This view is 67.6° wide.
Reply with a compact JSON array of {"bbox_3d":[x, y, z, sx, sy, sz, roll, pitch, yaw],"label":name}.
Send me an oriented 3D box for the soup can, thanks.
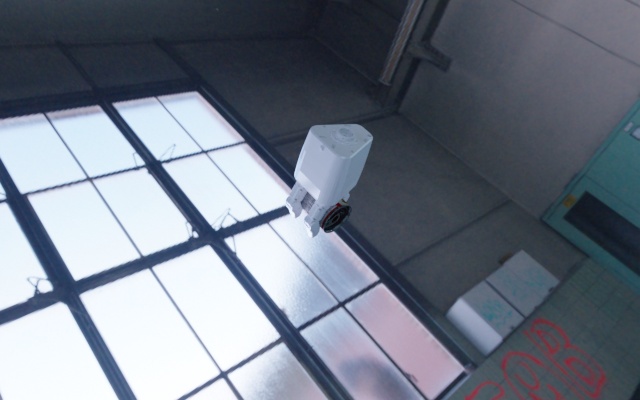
[{"bbox_3d":[0.000,0.003,0.899,0.102,0.068,0.068,45,24,26],"label":"soup can"}]
